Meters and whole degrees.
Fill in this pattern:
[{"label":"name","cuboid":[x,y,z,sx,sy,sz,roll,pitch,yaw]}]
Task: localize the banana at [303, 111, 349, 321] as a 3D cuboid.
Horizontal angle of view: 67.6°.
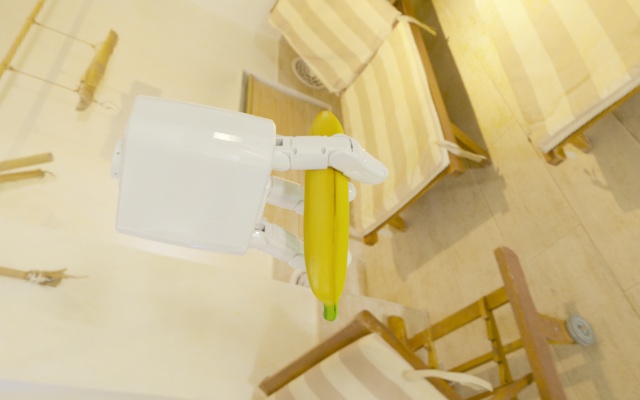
[{"label":"banana","cuboid":[0.003,-0.001,0.409,0.037,0.197,0.070,4,-19,-8]}]
